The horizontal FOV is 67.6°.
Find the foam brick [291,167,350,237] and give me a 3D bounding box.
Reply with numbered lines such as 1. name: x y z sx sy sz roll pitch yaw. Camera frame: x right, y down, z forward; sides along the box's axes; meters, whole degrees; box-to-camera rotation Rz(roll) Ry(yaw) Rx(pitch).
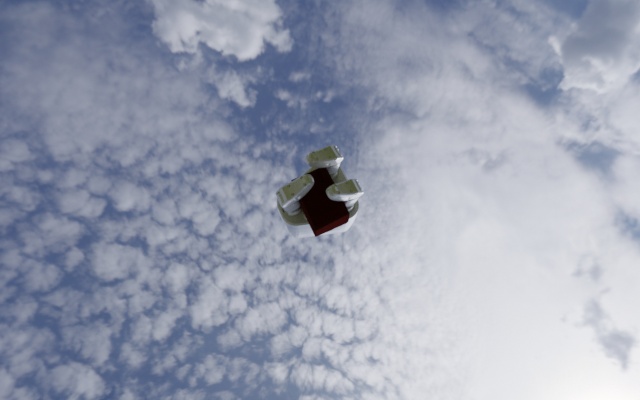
1. foam brick: 0.000 0.002 0.652 0.053 0.078 0.051 -24 -15 -6
